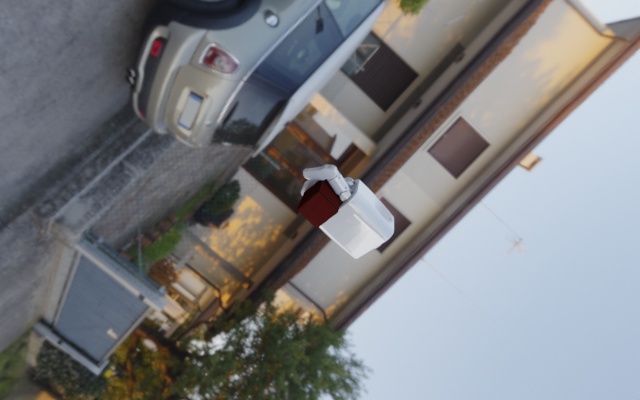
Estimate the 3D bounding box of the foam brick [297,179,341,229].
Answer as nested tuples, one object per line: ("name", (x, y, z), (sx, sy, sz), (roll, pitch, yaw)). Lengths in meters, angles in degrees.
("foam brick", (0.000, 0.003, 0.842), (0.053, 0.051, 0.078), (-37, 13, 20))
